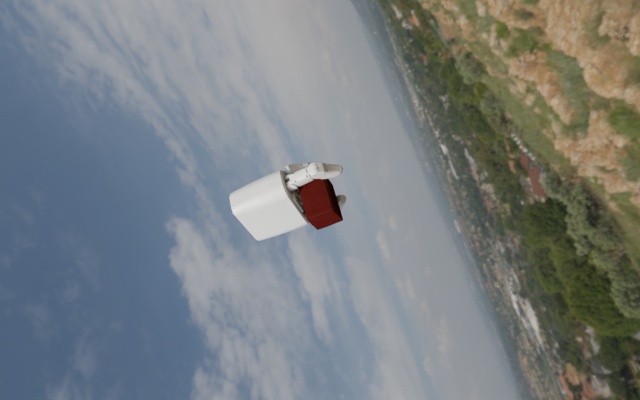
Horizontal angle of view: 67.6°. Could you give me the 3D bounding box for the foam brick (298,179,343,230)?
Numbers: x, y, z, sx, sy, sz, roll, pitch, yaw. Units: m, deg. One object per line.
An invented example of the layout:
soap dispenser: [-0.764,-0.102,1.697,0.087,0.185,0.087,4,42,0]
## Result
foam brick: [0.000,0.003,0.831,0.051,0.078,0.053,-22,-29,11]
